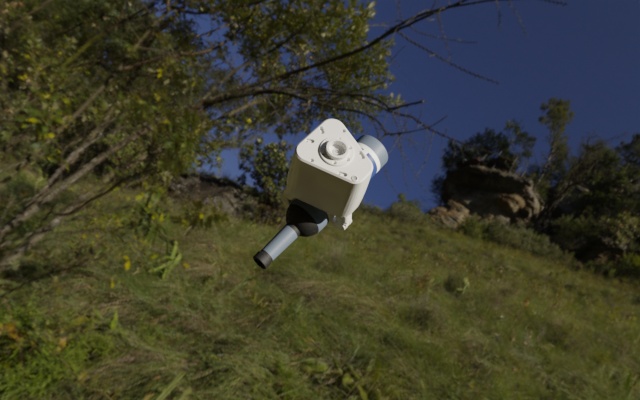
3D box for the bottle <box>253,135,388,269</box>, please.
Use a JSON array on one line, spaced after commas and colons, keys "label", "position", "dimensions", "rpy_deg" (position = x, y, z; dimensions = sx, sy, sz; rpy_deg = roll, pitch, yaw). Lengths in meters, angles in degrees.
[{"label": "bottle", "position": [0.000, 0.002, 0.795], "dimensions": [0.295, 0.069, 0.069], "rpy_deg": [-45, 23, -25]}]
